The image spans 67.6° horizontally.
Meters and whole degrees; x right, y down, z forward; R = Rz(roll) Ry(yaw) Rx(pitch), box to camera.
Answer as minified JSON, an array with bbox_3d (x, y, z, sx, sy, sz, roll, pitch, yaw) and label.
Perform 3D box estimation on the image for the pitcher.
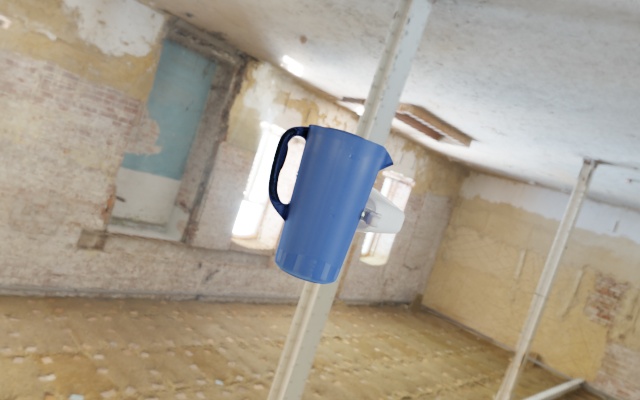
[{"bbox_3d":[0.000,0.003,0.778,0.149,0.243,0.145,21,5,38],"label":"pitcher"}]
